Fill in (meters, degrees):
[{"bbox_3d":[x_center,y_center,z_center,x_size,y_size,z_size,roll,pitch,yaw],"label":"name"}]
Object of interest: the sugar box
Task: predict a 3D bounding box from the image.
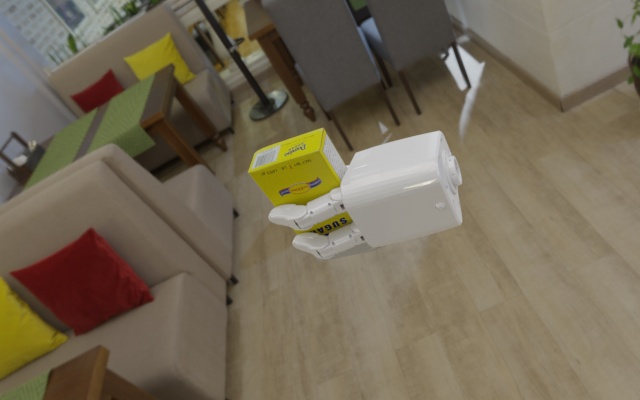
[{"bbox_3d":[0.000,0.002,0.575,0.093,0.048,0.176,-15,-50,25],"label":"sugar box"}]
